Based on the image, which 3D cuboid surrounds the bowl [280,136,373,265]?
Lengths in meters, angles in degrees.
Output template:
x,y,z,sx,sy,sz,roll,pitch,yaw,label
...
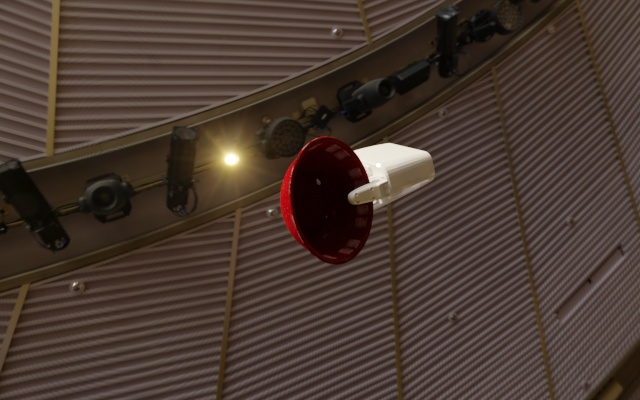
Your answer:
x,y,z,sx,sy,sz,roll,pitch,yaw,label
-0.001,0.002,0.616,0.055,0.162,0.162,-7,-5,41,bowl
